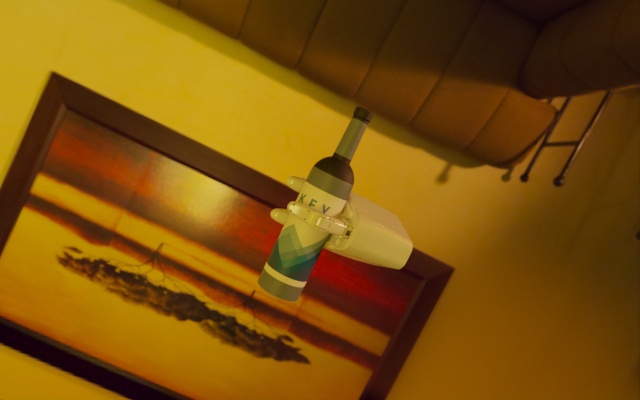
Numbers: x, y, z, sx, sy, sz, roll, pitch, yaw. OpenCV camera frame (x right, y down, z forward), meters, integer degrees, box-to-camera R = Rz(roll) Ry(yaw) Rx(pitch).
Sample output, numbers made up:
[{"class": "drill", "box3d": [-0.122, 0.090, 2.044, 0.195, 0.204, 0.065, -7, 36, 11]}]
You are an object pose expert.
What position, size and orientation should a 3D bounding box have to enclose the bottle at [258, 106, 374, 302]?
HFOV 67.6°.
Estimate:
[{"class": "bottle", "box3d": [0.000, 0.002, 0.698, 0.069, 0.296, 0.069, 26, 6, -3]}]
